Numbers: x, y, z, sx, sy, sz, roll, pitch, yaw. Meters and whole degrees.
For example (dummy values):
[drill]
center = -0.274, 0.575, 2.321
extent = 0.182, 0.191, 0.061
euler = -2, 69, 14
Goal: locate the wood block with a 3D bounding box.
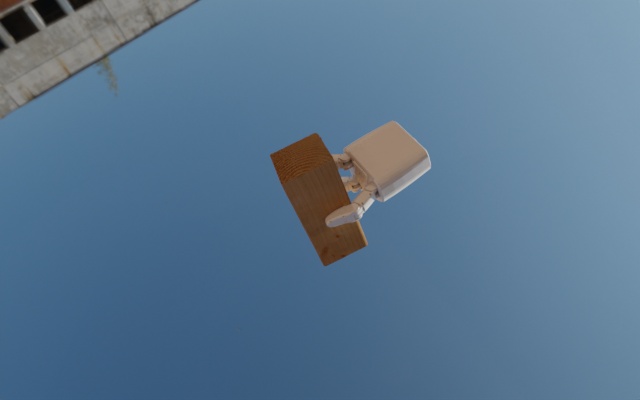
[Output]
[wood block]
center = 0.001, 0.003, 0.815
extent = 0.090, 0.206, 0.090
euler = -26, 40, -1
